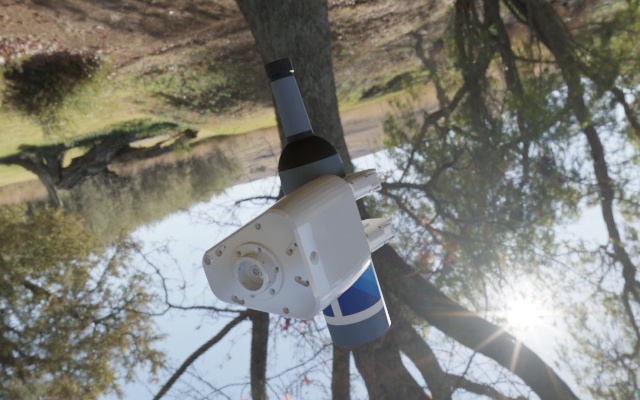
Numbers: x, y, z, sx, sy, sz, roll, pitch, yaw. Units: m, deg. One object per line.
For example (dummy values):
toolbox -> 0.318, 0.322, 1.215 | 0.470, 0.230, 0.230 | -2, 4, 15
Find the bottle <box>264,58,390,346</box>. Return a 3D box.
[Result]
bottle -> 0.000, 0.002, 0.496 | 0.069, 0.296, 0.069 | -17, 8, 2
